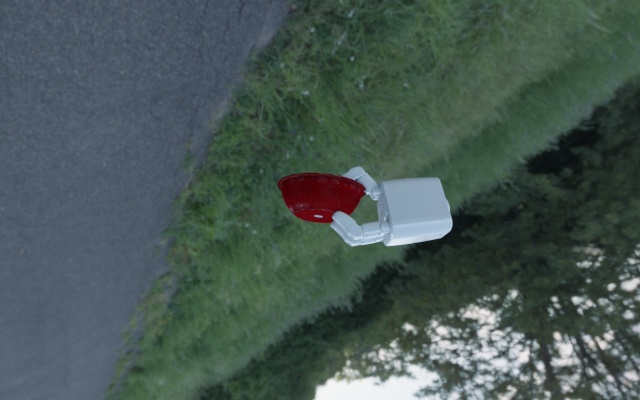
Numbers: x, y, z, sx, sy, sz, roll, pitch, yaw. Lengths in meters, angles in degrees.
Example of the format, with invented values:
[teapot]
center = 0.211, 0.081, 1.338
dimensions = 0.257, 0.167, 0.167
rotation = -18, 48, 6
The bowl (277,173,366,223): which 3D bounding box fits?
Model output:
[bowl]
center = -0.001, 0.003, 0.855
dimensions = 0.162, 0.055, 0.162
rotation = 5, -17, 1
